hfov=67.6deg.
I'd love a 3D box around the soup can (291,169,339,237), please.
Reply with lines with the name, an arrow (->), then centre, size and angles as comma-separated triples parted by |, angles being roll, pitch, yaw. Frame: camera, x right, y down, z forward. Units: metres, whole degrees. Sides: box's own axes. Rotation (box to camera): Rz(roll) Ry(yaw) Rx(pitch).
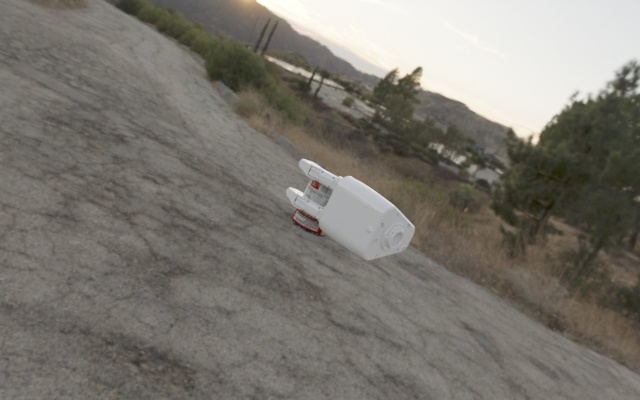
soup can -> 0.000, 0.002, 0.828 | 0.068, 0.102, 0.068 | 25, 11, -5
